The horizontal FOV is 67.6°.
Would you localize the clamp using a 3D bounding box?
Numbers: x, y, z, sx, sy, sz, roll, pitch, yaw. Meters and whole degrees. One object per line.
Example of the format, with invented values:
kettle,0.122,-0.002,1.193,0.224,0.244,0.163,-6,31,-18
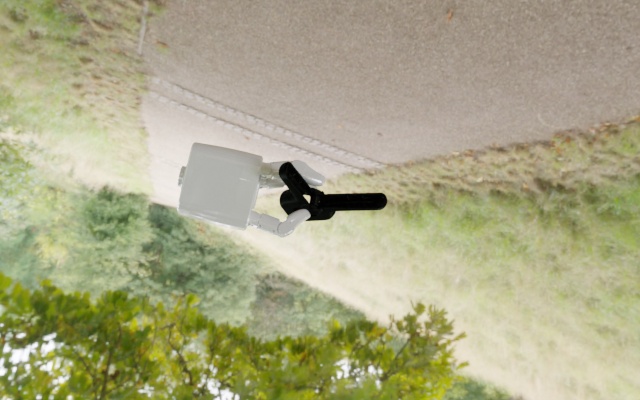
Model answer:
clamp,0.000,0.003,0.752,0.164,0.036,0.210,16,-18,-9
